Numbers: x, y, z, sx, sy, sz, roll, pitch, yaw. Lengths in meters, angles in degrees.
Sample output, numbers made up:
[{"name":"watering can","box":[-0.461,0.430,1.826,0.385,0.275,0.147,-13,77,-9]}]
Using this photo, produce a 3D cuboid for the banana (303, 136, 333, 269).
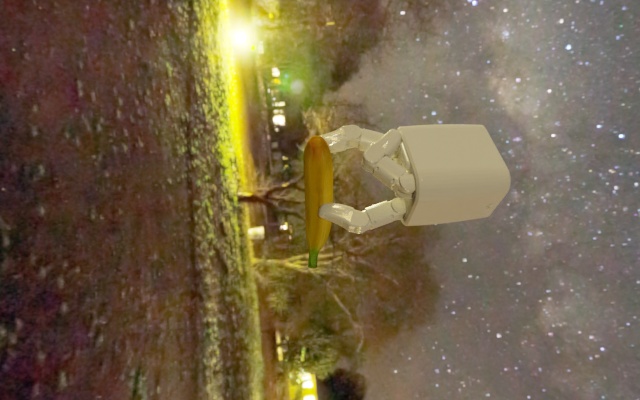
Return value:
[{"name":"banana","box":[-0.002,-0.007,0.595,0.037,0.198,0.069,-3,38,-4]}]
